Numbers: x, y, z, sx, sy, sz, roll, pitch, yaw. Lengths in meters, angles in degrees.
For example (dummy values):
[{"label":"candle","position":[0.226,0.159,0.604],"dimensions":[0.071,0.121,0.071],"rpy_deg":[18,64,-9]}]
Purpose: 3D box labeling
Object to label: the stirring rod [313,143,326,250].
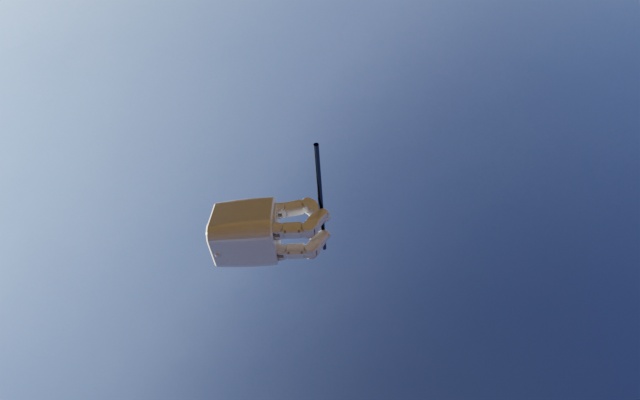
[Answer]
[{"label":"stirring rod","position":[0.000,0.002,0.774],"dimensions":[0.011,0.011,0.240],"rpy_deg":[0,-44,4]}]
